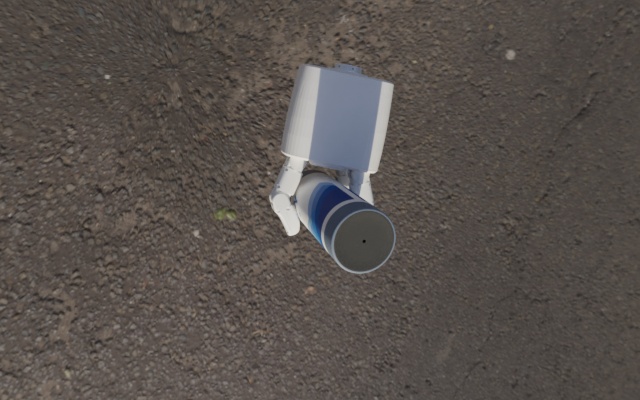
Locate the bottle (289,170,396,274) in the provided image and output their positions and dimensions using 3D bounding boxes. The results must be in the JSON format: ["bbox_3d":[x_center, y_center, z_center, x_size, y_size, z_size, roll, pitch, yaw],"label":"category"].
[{"bbox_3d":[0.000,0.002,0.591,0.069,0.069,0.295,0,15,-17],"label":"bottle"}]
